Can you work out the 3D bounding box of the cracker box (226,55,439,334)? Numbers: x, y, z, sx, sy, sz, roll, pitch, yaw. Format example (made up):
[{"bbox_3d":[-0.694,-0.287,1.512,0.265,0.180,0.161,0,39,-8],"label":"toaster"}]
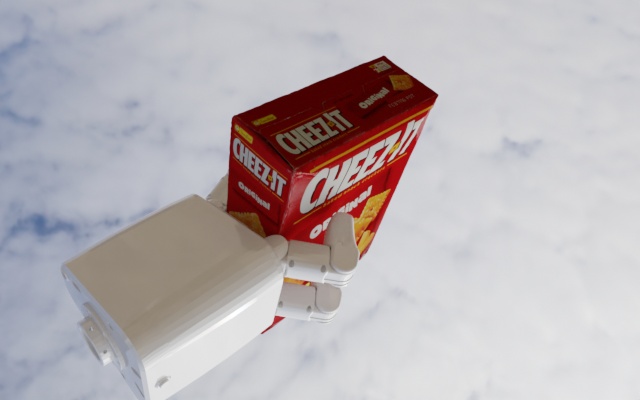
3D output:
[{"bbox_3d":[0.000,0.001,0.420,0.072,0.214,0.164,41,51,22],"label":"cracker box"}]
